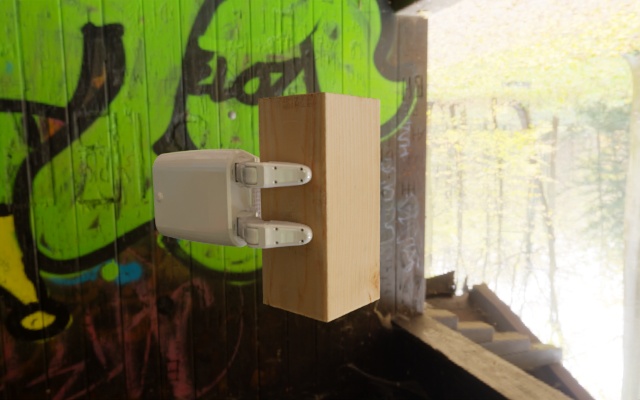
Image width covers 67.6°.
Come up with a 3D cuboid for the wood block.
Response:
[{"bbox_3d":[0.000,0.002,0.483,0.090,0.206,0.091,5,9,39],"label":"wood block"}]
